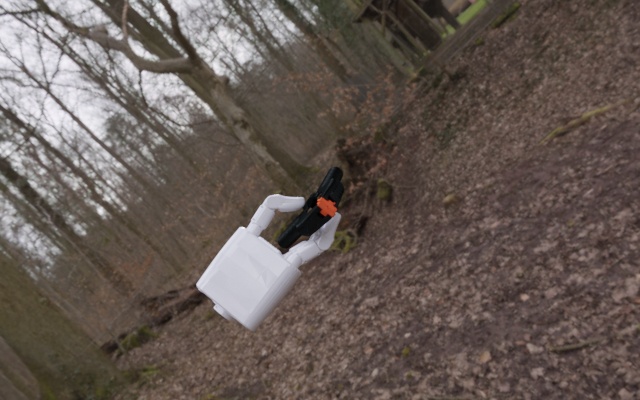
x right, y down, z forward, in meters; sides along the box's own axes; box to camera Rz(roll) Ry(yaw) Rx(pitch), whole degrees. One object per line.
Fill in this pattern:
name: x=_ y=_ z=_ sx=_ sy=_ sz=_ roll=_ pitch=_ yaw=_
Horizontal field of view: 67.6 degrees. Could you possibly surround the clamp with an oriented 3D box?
clamp: x=-0.001 y=0.002 z=0.723 sx=0.036 sy=0.164 sz=0.210 roll=36 pitch=-12 yaw=-6
